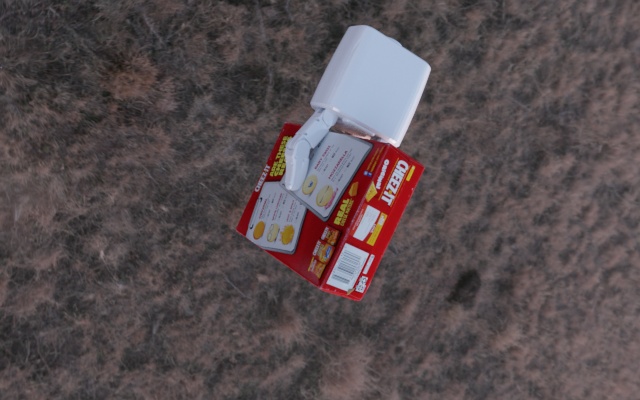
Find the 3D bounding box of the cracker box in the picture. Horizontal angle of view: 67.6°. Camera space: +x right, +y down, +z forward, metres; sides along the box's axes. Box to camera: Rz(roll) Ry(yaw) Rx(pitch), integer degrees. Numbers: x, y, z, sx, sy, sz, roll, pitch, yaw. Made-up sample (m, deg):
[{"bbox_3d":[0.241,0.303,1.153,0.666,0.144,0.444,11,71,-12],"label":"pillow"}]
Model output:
[{"bbox_3d":[0.000,0.002,0.575,0.072,0.164,0.213,26,-2,-36],"label":"cracker box"}]
